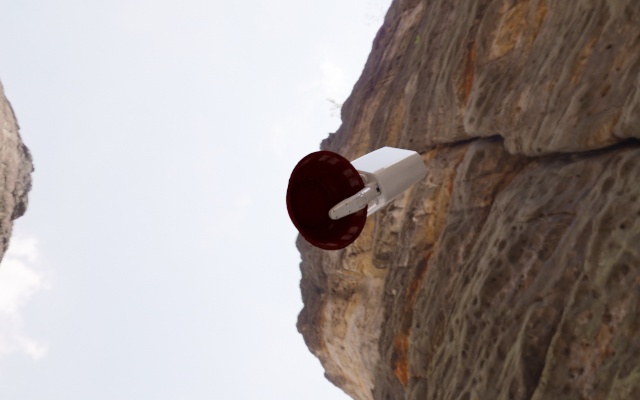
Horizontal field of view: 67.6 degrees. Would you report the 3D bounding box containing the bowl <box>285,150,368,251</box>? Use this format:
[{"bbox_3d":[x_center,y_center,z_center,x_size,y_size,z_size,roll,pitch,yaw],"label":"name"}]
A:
[{"bbox_3d":[-0.001,0.003,0.779,0.162,0.162,0.055,0,-8,-37],"label":"bowl"}]
